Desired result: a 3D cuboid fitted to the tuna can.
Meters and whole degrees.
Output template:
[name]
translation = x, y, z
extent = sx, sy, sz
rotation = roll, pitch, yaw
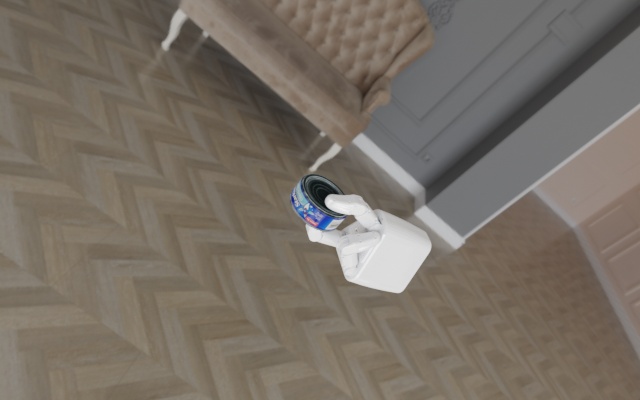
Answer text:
[tuna can]
translation = 0.000, 0.002, 0.693
extent = 0.086, 0.086, 0.034
rotation = 0, -40, -46
